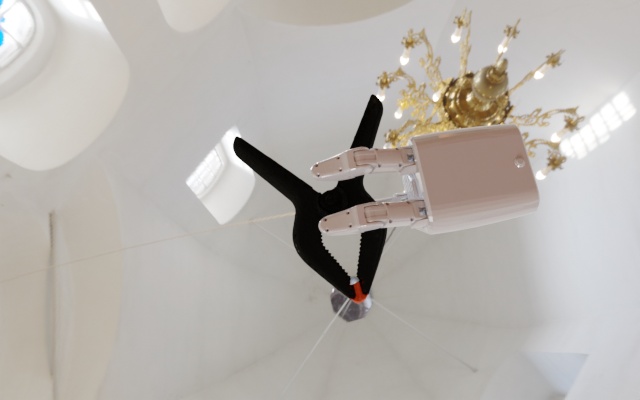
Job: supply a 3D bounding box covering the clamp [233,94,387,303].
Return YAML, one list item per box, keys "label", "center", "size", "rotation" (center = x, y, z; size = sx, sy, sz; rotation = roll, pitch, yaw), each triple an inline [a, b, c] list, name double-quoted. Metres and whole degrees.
- label: "clamp"
  center: [0.000, 0.002, 0.486]
  size: [0.164, 0.210, 0.036]
  rotation: [-11, -15, 4]
